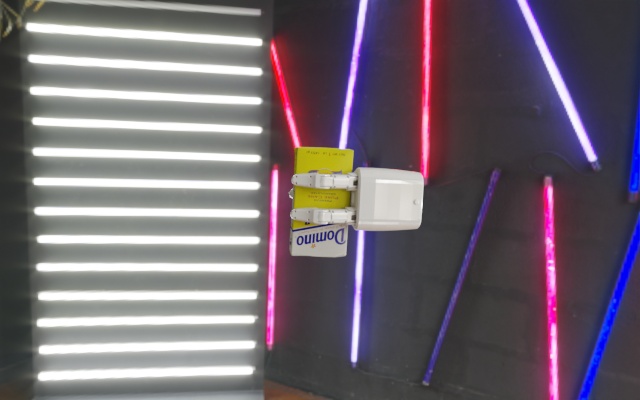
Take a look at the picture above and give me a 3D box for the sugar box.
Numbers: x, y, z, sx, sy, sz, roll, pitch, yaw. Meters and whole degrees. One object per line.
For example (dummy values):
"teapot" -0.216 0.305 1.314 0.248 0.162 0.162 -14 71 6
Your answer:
"sugar box" 0.000 0.003 0.777 0.093 0.176 0.048 2 6 -8
